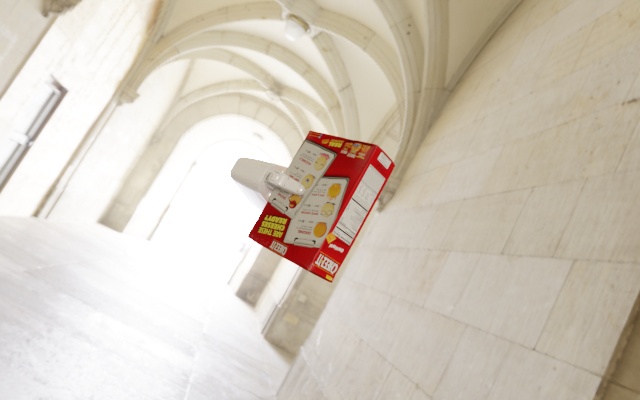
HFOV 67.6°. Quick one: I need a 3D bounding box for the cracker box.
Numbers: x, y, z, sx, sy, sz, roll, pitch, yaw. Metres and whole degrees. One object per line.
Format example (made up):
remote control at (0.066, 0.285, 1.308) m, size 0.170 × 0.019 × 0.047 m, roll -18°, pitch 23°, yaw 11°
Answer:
cracker box at (0.000, 0.002, 0.768) m, size 0.164 × 0.213 × 0.072 m, roll 20°, pitch -12°, yaw 46°
